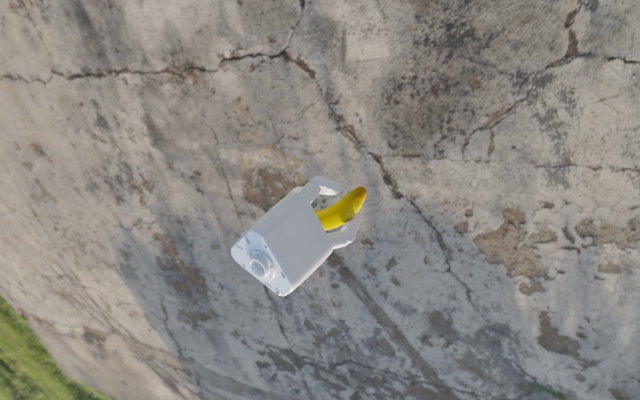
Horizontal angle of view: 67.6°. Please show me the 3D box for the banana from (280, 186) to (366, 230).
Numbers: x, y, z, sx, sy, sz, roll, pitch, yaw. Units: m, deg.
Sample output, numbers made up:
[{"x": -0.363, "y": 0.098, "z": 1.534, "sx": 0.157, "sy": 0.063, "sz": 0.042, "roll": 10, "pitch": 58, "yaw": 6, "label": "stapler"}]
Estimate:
[{"x": 0.004, "y": 0.020, "z": 0.825, "sx": 0.198, "sy": 0.070, "sz": 0.037, "roll": -7, "pitch": 22, "yaw": 41, "label": "banana"}]
